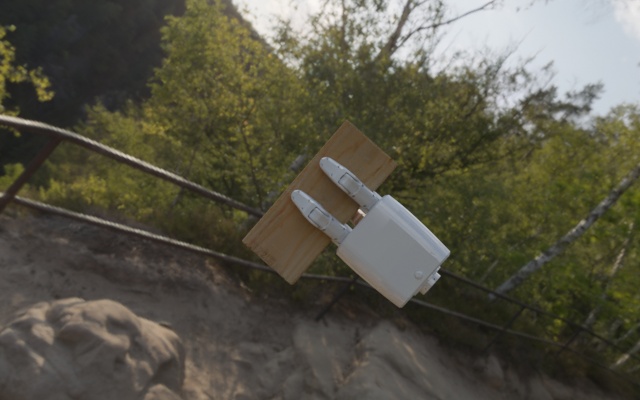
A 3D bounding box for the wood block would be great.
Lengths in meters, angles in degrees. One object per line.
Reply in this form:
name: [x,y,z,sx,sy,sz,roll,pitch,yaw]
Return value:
wood block: [0.001,0.002,0.650,0.090,0.206,0.091,41,3,1]
